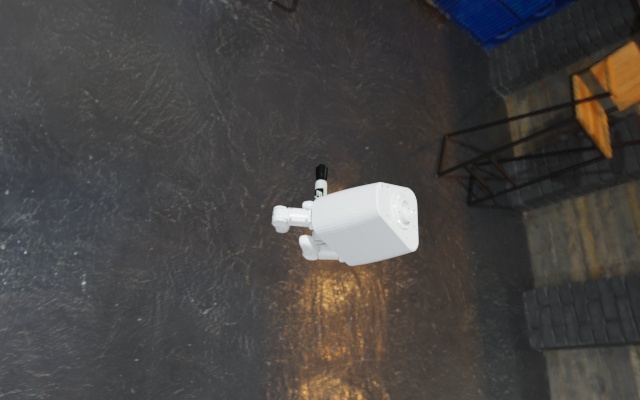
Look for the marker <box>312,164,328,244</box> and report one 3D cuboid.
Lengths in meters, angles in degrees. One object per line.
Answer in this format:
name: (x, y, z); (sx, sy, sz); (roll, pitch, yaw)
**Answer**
marker: (0.000, 0.002, 0.688); (0.020, 0.121, 0.020); (2, -24, 1)
